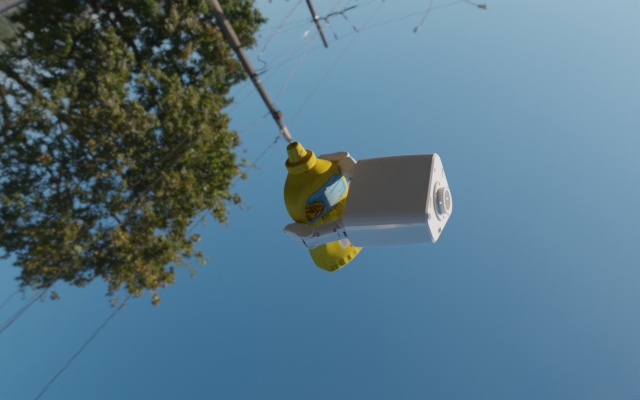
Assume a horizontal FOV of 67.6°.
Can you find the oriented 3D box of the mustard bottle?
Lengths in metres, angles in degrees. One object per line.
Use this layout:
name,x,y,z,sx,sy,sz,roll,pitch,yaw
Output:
mustard bottle,0.000,0.002,0.663,0.096,0.192,0.058,-43,36,-25
